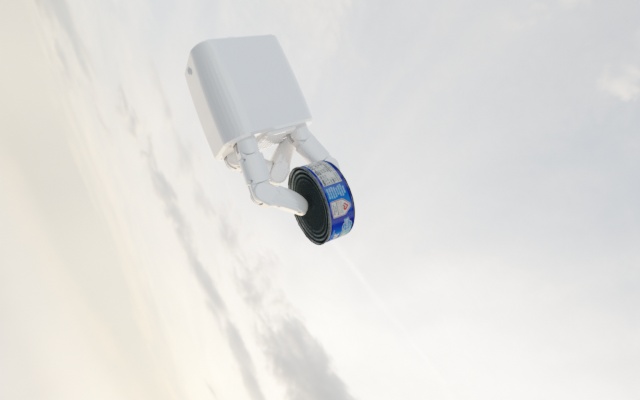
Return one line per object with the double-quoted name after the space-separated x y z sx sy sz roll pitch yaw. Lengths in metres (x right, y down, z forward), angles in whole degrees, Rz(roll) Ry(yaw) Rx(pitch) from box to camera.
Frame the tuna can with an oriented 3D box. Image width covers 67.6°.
0.001 0.002 0.504 0.034 0.086 0.086 -19 8 -26 "tuna can"
